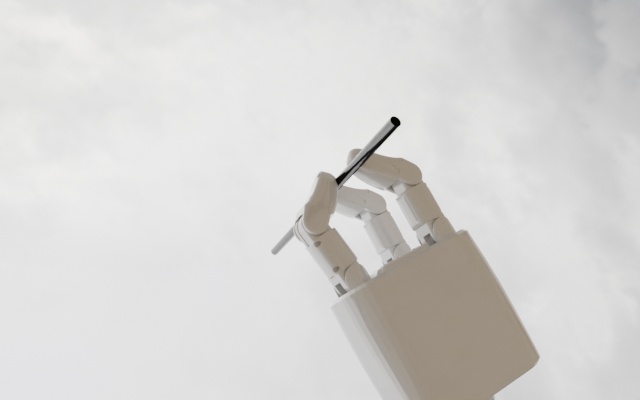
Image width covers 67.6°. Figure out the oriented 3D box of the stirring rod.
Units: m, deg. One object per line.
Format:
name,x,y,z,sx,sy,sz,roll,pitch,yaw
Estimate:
stirring rod,0.000,0.001,0.403,0.011,0.011,0.240,0,-26,-26
